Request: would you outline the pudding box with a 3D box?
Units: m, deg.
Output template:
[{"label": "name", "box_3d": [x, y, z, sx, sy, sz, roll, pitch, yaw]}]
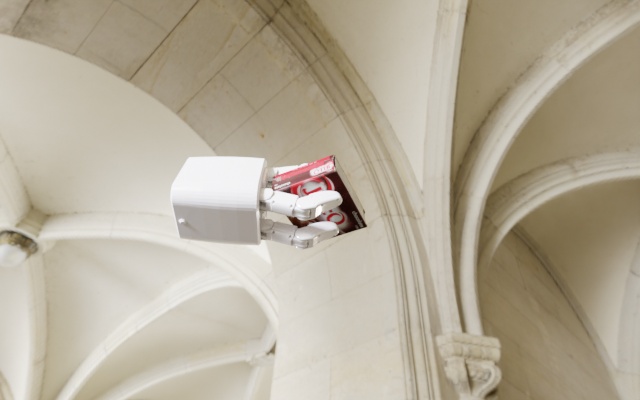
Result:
[{"label": "pudding box", "box_3d": [0.000, 0.002, 0.629, 0.090, 0.039, 0.114, -18, -47, 17]}]
